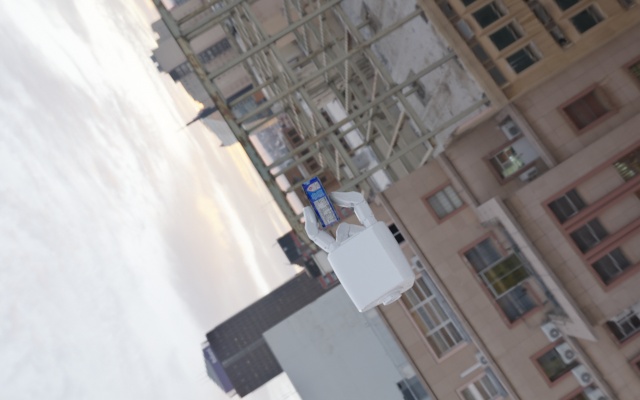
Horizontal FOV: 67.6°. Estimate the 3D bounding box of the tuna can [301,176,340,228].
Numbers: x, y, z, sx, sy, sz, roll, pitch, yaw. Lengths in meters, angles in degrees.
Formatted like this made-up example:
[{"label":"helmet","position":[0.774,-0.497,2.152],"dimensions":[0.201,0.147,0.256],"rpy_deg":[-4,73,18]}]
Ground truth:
[{"label":"tuna can","position":[0.000,0.003,0.817],"dimensions":[0.034,0.086,0.086],"rpy_deg":[-27,0,0]}]
